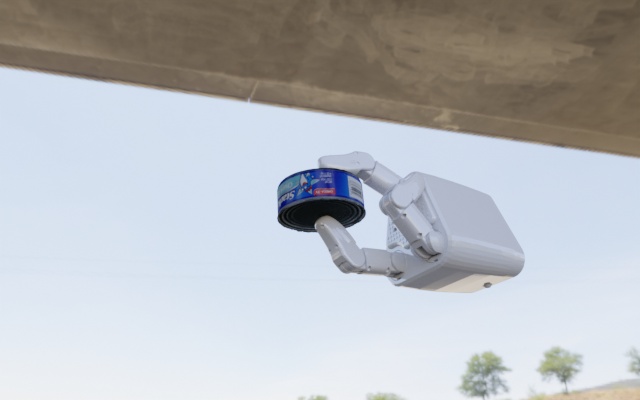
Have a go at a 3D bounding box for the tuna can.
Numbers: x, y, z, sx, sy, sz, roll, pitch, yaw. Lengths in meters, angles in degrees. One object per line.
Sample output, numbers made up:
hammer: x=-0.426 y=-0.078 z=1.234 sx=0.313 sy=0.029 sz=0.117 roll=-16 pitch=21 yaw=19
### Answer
tuna can: x=0.000 y=0.001 z=0.466 sx=0.086 sy=0.033 sz=0.086 roll=-3 pitch=-24 yaw=-1
